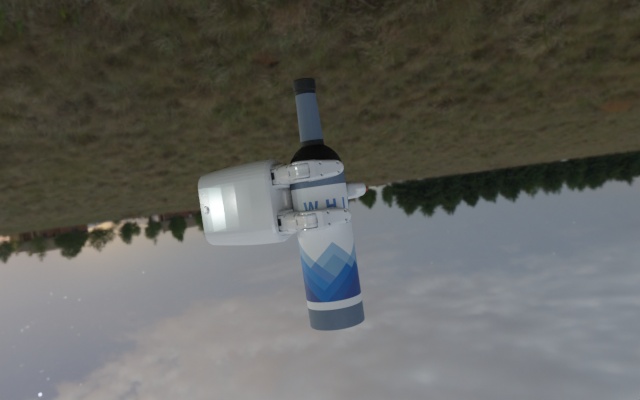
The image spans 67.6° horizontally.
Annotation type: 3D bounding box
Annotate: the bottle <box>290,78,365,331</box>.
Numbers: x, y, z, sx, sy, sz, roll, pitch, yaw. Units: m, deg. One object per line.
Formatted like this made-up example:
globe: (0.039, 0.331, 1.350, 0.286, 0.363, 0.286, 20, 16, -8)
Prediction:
bottle: (0.000, 0.002, 0.575, 0.069, 0.295, 0.069, -8, 1, 0)
